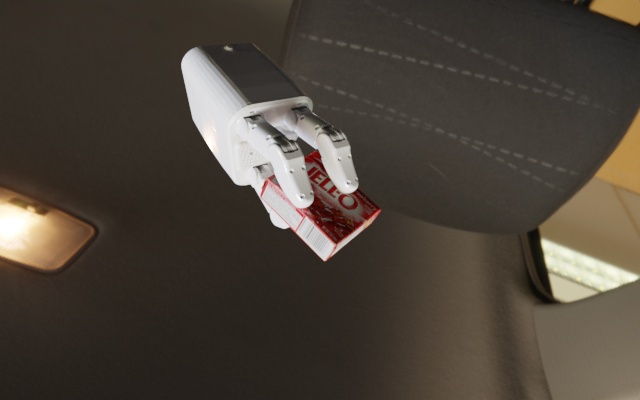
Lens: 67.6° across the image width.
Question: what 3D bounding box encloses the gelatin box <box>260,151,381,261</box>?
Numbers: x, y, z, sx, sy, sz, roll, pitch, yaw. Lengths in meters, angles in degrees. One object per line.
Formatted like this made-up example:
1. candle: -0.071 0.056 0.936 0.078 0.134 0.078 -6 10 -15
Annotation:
1. gelatin box: 0.000 0.002 0.443 0.073 0.089 0.030 -34 -18 -43
